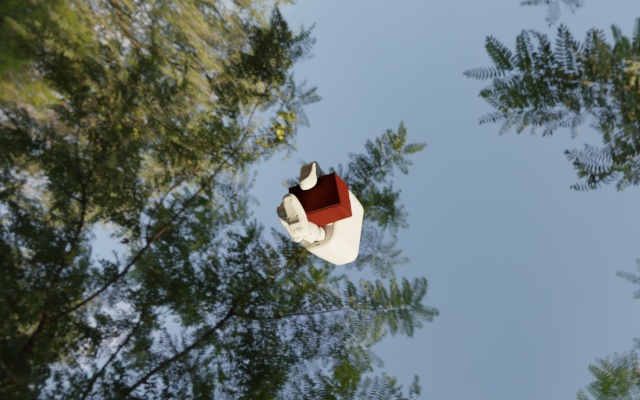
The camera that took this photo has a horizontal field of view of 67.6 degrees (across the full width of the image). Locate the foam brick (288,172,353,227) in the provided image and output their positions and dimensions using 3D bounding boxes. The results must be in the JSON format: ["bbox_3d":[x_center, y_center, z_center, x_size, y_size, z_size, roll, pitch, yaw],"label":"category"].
[{"bbox_3d":[0.000,0.002,0.685,0.078,0.053,0.051,-18,-29,20],"label":"foam brick"}]
